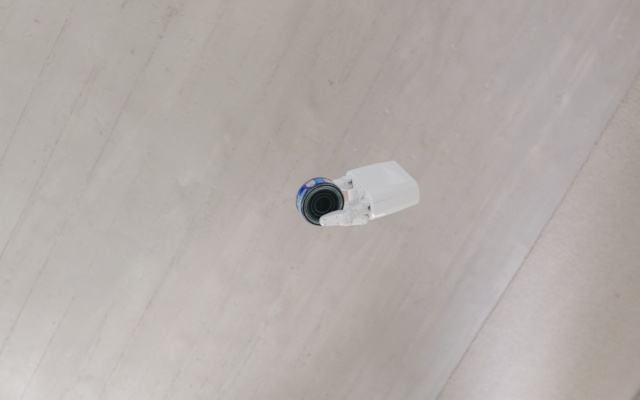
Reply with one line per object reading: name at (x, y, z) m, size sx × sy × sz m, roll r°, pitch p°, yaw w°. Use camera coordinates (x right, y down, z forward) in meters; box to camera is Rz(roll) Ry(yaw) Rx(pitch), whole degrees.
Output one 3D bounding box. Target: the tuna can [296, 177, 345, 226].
tuna can at (0.000, 0.003, 0.872) m, size 0.086 × 0.086 × 0.033 m, roll 0°, pitch 21°, yaw -21°
